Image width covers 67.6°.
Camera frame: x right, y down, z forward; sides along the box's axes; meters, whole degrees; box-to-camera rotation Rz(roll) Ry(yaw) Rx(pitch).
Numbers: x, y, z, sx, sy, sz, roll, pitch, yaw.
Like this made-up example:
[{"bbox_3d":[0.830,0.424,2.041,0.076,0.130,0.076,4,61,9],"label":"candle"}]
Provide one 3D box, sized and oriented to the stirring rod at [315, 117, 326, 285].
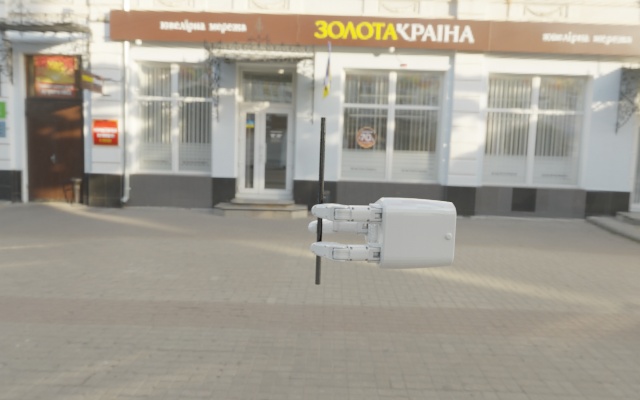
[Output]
[{"bbox_3d":[0.000,0.002,0.686,0.011,0.239,0.011,2,5,0],"label":"stirring rod"}]
